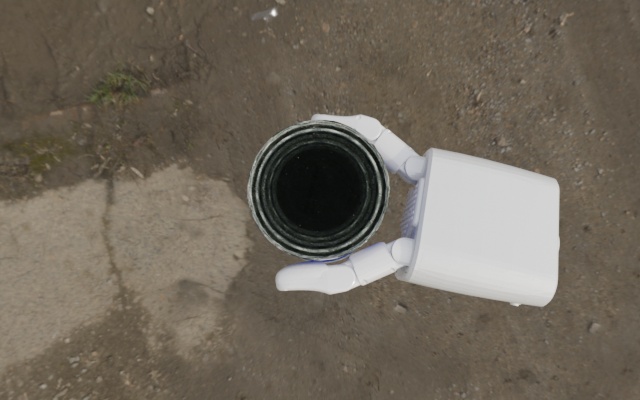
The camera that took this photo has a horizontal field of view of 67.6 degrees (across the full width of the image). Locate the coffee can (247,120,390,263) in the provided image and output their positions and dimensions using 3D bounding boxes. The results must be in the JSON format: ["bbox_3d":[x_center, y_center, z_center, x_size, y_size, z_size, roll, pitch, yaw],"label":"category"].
[{"bbox_3d":[0.000,0.001,0.409,0.103,0.103,0.140,0,-8,1],"label":"coffee can"}]
